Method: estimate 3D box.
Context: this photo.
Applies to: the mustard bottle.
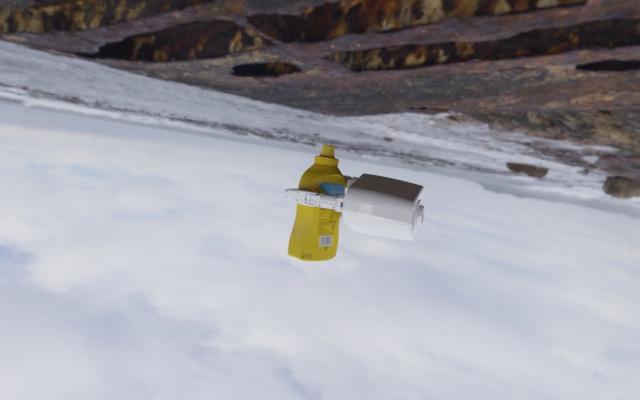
[{"bbox_3d":[0.000,0.003,0.797,0.058,0.191,0.096,14,7,42],"label":"mustard bottle"}]
